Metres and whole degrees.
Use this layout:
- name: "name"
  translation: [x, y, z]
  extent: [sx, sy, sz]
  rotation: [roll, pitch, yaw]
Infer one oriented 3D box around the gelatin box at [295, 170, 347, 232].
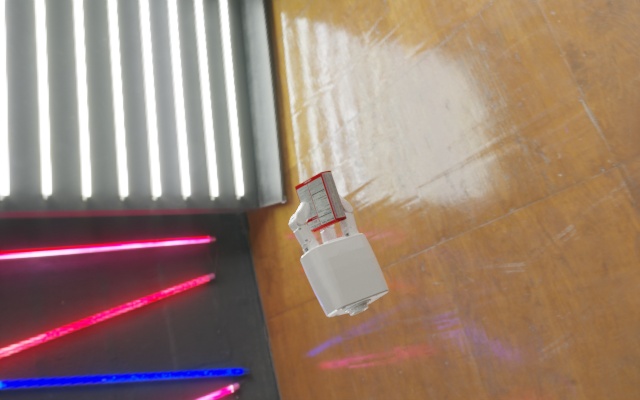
- name: "gelatin box"
  translation: [0.000, 0.002, 0.823]
  extent: [0.030, 0.089, 0.073]
  rotation: [-12, -10, -43]
